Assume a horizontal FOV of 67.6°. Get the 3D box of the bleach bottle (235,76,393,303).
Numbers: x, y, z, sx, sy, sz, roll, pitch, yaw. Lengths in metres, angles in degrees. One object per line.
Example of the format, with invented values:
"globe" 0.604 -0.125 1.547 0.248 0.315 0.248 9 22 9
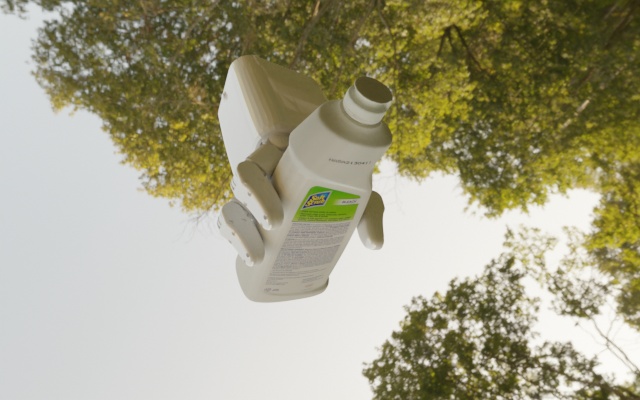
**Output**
"bleach bottle" 0.000 0.001 0.418 0.102 0.068 0.251 -4 -36 -29
